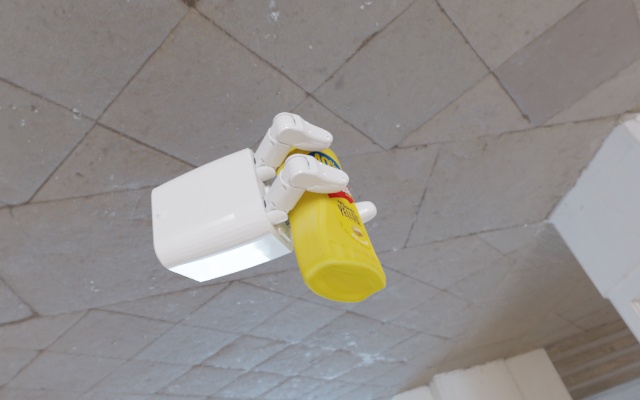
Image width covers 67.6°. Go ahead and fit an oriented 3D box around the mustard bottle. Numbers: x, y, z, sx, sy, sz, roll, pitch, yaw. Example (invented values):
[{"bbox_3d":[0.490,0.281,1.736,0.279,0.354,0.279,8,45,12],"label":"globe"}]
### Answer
[{"bbox_3d":[0.000,0.002,0.472,0.058,0.191,0.096,-36,-41,22],"label":"mustard bottle"}]
